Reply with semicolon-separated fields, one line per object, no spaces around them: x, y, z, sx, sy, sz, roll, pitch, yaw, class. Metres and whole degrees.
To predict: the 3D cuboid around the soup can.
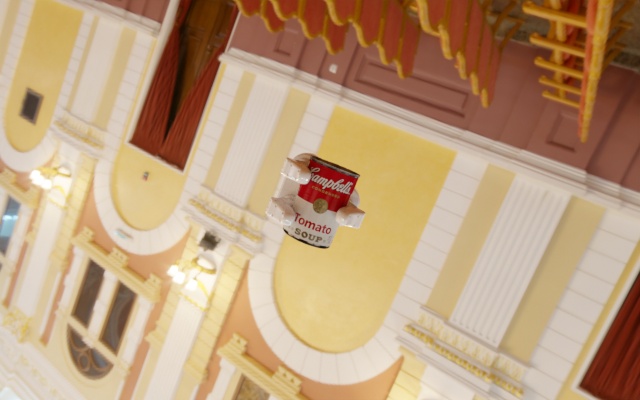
0.000;0.002;0.608;0.068;0.102;0.068;22;8;-3;soup can
